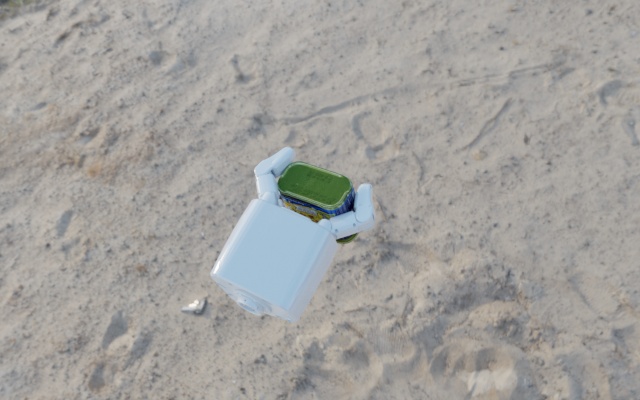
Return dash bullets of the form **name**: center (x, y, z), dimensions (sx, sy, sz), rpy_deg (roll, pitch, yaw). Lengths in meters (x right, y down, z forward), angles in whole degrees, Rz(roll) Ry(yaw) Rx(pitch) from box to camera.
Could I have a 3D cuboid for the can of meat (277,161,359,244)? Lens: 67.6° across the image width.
- **can of meat**: center (0.000, 0.002, 0.618), dimensions (0.102, 0.057, 0.084), rpy_deg (19, -27, 26)
